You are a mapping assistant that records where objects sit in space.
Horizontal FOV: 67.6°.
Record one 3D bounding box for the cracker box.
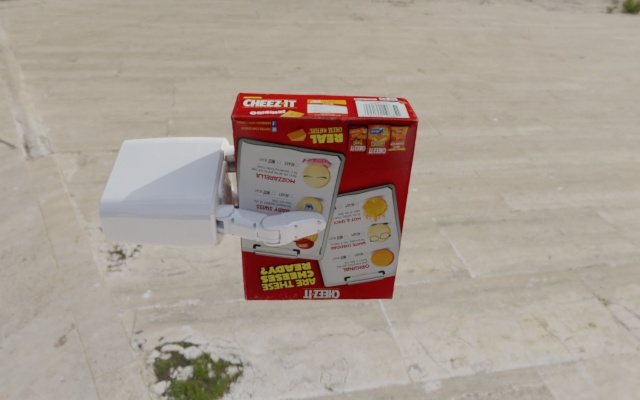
[{"bbox_3d":[0.000,0.002,0.488,0.164,0.214,0.072,0,33,-2],"label":"cracker box"}]
